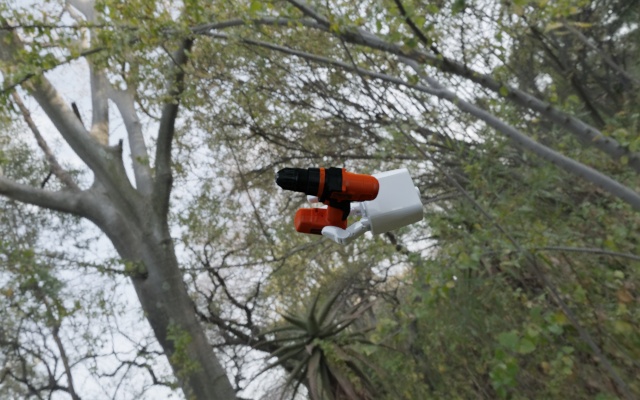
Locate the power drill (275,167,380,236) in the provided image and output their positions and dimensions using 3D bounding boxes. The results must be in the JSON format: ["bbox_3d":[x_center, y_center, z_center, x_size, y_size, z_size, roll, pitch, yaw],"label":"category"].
[{"bbox_3d":[0.000,0.003,0.895,0.184,0.057,0.188,8,-28,-8],"label":"power drill"}]
